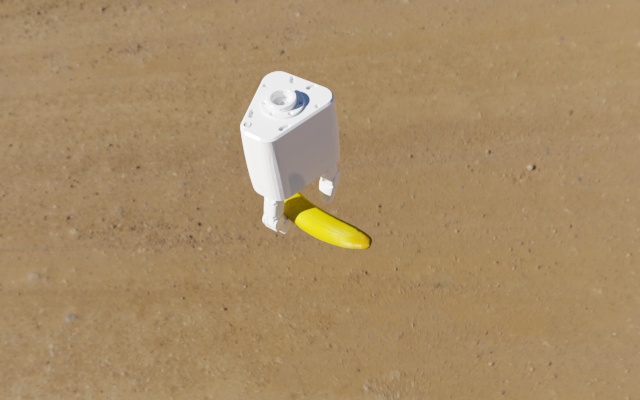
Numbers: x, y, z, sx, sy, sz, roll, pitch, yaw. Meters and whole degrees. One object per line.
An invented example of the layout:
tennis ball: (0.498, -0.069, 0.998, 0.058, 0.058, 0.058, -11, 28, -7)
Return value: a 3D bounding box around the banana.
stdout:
banana: (-0.017, 0.008, 0.648, 0.069, 0.037, 0.197, -28, 55, -27)
